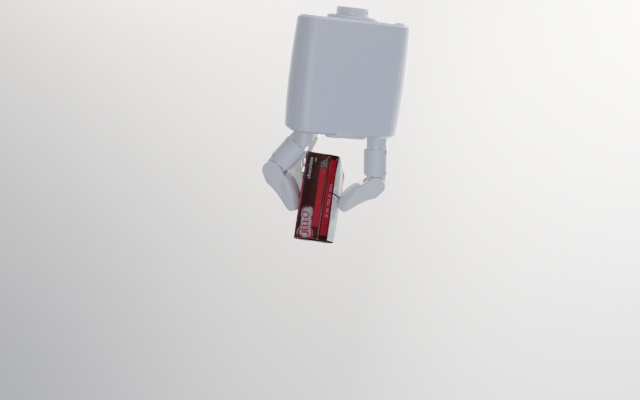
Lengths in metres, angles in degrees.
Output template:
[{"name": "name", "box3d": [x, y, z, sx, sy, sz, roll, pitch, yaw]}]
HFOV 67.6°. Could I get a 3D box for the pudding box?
[{"name": "pudding box", "box3d": [0.000, 0.002, 0.525, 0.039, 0.090, 0.113, 9, -5, 7]}]
